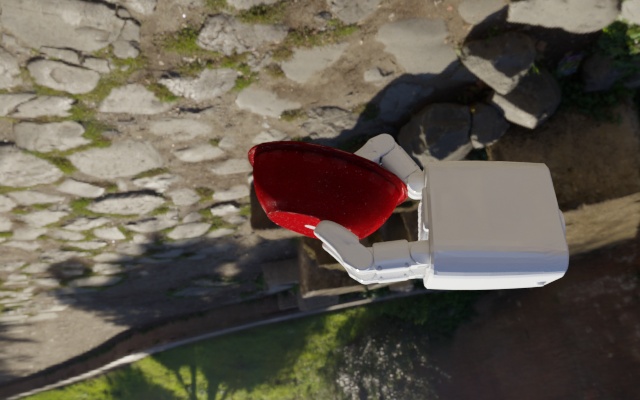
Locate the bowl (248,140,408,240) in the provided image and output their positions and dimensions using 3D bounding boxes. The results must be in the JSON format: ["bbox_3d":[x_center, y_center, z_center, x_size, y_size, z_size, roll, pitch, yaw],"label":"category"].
[{"bbox_3d":[-0.001,0.002,0.464,0.162,0.055,0.162,14,-15,4],"label":"bowl"}]
